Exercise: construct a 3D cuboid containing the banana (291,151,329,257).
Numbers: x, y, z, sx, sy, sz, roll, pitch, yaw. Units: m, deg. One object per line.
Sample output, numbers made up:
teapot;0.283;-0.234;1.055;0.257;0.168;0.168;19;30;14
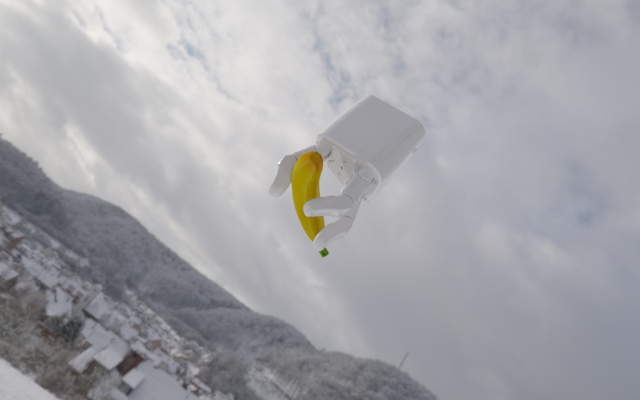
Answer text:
banana;-0.011;-0.006;0.638;0.037;0.198;0.069;-34;54;-21
